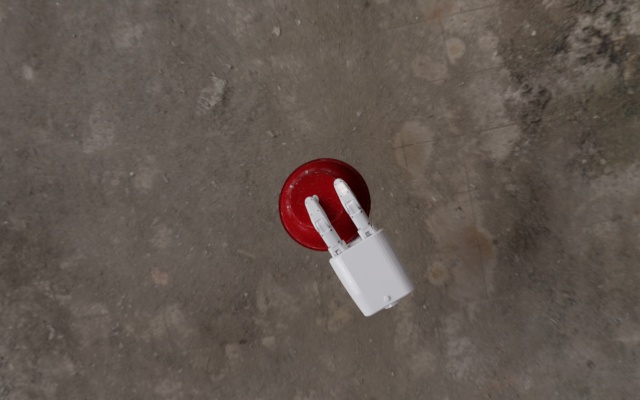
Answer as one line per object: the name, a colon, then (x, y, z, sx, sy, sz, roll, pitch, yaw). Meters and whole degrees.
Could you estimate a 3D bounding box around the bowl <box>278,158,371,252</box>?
bowl: (-0.001, 0.002, 0.791, 0.162, 0.162, 0.055, 0, -8, 13)
